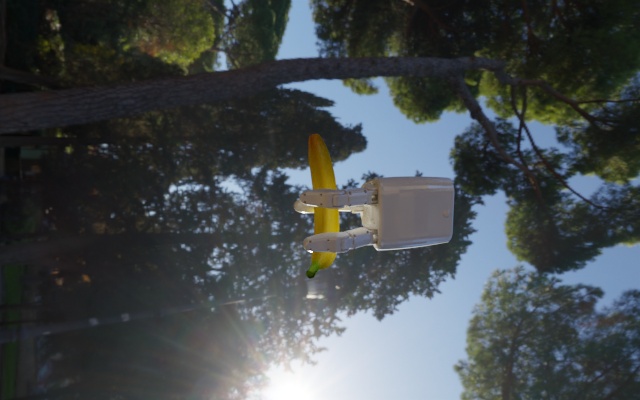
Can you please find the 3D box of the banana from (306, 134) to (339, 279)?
[{"bbox_3d":[0.004,0.009,0.666,0.037,0.197,0.070,-3,-11,13],"label":"banana"}]
